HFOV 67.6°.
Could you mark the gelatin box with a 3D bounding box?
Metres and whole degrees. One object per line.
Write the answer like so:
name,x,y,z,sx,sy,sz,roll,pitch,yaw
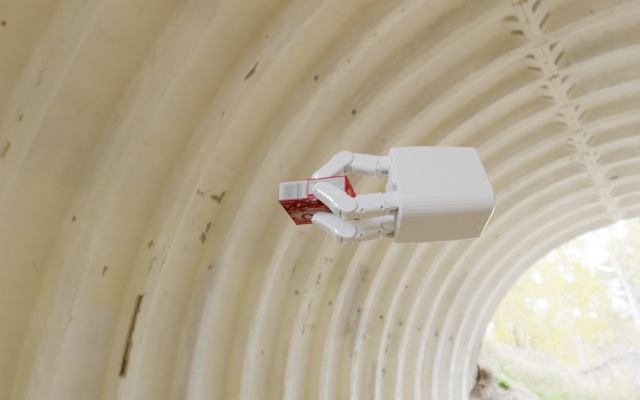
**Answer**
gelatin box,0.000,0.002,0.600,0.089,0.030,0.073,-5,-28,15
